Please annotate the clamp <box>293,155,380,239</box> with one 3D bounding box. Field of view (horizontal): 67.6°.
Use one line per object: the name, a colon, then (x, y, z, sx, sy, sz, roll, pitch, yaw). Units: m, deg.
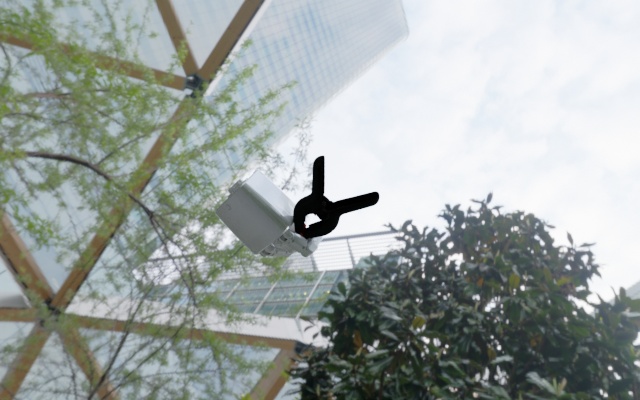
clamp: (0.000, 0.002, 0.788, 0.171, 0.120, 0.039, -39, 12, 33)
